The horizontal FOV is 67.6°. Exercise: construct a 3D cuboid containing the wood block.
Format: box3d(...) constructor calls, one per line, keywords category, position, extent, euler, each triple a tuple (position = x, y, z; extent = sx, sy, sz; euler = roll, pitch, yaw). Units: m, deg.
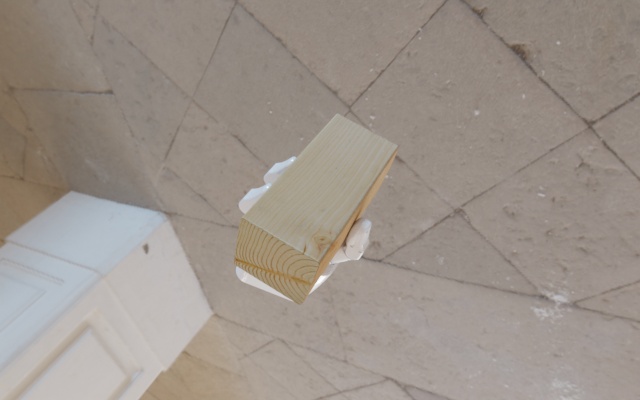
box3d(category="wood block", position=(0.000, 0.002, 0.549), extent=(0.091, 0.090, 0.206), euler=(30, 50, 9))
